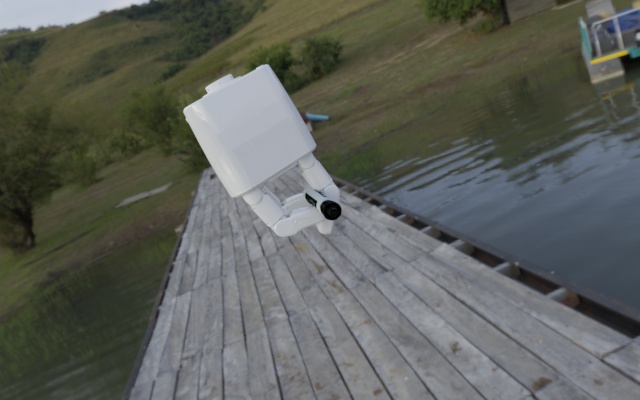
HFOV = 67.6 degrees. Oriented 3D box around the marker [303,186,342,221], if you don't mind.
[{"bbox_3d":[0.000,0.002,0.516,0.020,0.020,0.121,0,9,-12],"label":"marker"}]
